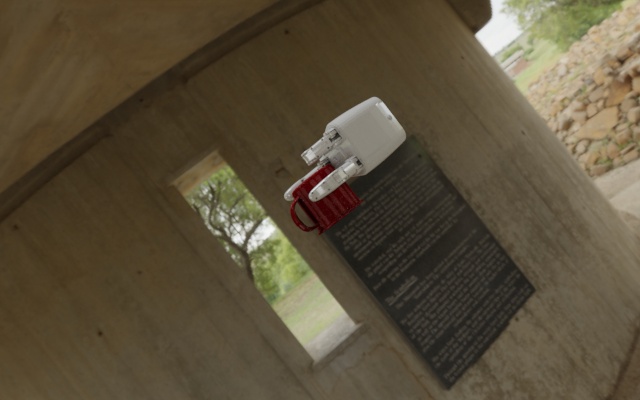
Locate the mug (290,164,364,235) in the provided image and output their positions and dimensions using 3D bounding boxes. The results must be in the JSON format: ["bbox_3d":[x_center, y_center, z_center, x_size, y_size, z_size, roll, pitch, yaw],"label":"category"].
[{"bbox_3d":[-0.001,0.003,0.761,0.117,0.081,0.093,-37,-1,-29],"label":"mug"}]
